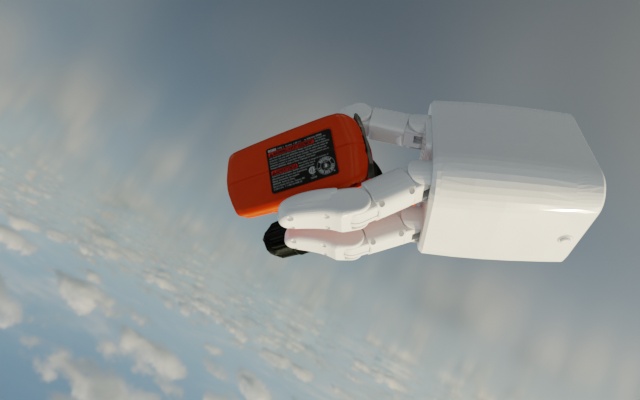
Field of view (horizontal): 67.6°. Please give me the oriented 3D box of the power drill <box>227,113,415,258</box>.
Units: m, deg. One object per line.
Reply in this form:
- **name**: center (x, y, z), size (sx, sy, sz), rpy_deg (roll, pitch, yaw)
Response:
- **power drill**: center (0.000, 0.001, 0.416), size (0.184, 0.057, 0.188), rpy_deg (-20, -20, 17)
